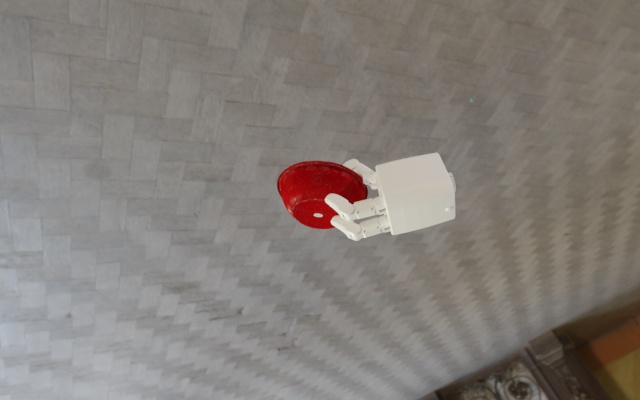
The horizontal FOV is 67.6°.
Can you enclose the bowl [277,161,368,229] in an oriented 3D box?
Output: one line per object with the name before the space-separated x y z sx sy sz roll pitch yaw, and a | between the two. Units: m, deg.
bowl | -0.001 0.003 0.824 0.162 0.055 0.162 5 -35 4
